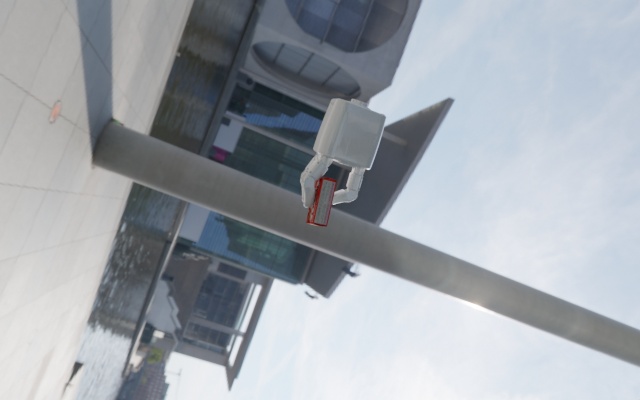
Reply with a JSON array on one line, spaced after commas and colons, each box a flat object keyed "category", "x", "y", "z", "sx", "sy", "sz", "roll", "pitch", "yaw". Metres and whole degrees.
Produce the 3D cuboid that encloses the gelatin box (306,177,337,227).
[{"category": "gelatin box", "x": 0.001, "y": 0.003, "z": 0.894, "sx": 0.030, "sy": 0.089, "sz": 0.073, "roll": 12, "pitch": -4, "yaw": -12}]
